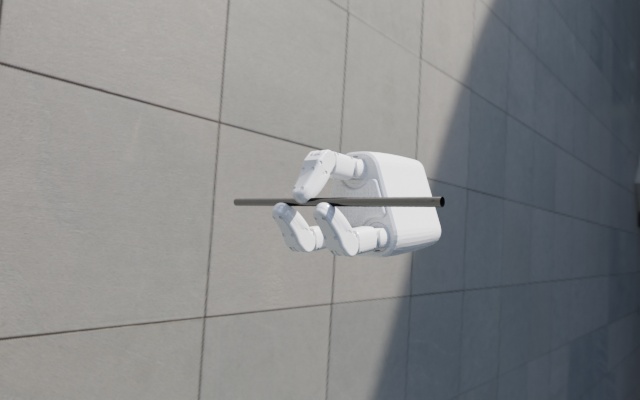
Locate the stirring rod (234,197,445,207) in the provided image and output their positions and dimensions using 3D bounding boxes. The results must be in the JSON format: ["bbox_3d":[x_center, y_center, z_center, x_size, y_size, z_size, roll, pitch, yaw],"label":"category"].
[{"bbox_3d":[0.000,0.001,0.433,0.239,0.011,0.011,0,0,41],"label":"stirring rod"}]
